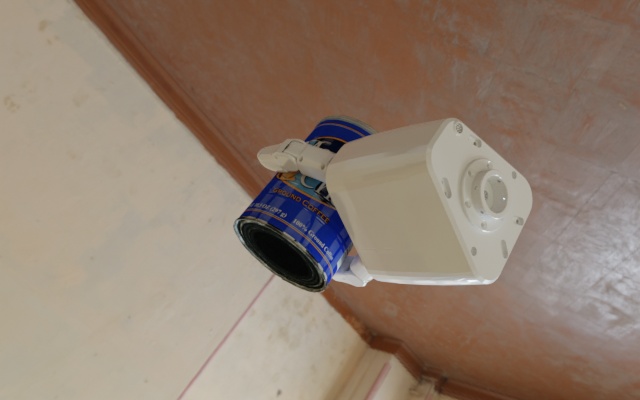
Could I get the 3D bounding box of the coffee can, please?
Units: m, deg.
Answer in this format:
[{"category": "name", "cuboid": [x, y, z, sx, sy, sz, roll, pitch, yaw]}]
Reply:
[{"category": "coffee can", "cuboid": [0.000, 0.001, 0.460, 0.103, 0.140, 0.103, 29, -28, 17]}]
